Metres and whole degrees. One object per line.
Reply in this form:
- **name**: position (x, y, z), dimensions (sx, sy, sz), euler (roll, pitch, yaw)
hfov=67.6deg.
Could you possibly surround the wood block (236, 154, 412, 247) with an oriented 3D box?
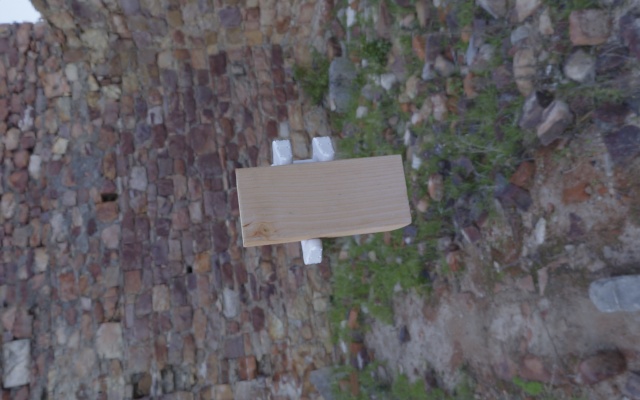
- **wood block**: position (0.000, 0.002, 0.616), dimensions (0.206, 0.091, 0.090), euler (-6, -9, -10)
